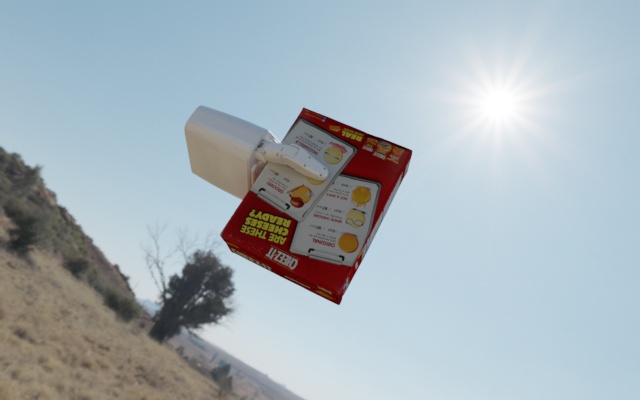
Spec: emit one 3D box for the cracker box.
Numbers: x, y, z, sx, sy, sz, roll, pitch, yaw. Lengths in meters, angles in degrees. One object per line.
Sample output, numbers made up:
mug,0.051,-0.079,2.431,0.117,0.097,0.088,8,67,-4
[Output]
cracker box,0.000,0.002,0.620,0.164,0.213,0.072,24,-21,15
